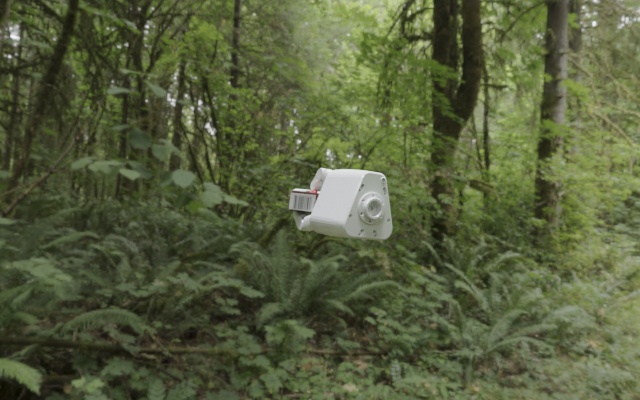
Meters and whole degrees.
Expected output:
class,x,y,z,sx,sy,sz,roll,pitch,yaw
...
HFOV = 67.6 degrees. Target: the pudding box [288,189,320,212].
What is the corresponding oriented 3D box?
class,x,y,z,sx,sy,sz,roll,pitch,yaw
pudding box,0.000,0.003,0.881,0.113,0.039,0.090,8,3,0
